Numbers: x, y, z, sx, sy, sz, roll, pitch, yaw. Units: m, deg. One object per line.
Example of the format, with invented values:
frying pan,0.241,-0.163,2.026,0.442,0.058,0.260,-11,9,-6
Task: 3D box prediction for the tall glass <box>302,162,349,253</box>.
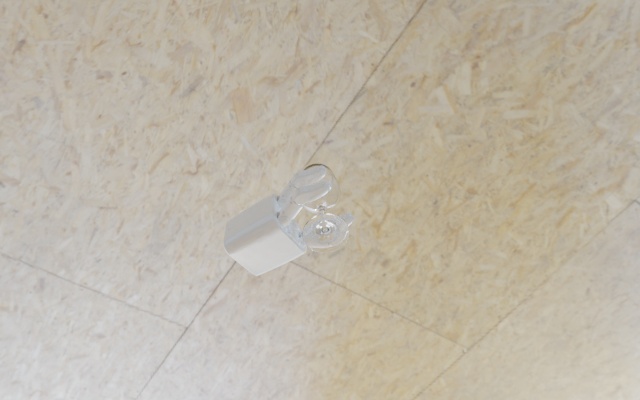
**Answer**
tall glass,0.000,0.003,0.832,0.079,0.079,0.201,0,30,-5
